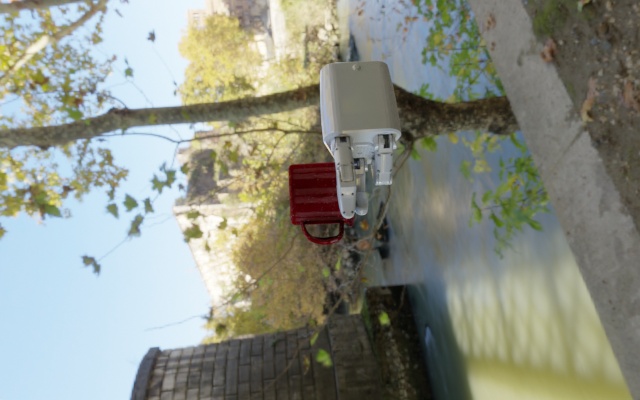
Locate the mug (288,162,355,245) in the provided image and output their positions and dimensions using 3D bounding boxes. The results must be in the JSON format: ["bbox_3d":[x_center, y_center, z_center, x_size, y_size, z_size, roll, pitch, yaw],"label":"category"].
[{"bbox_3d":[0.000,0.003,0.632,0.081,0.117,0.093,-3,-19,-4],"label":"mug"}]
